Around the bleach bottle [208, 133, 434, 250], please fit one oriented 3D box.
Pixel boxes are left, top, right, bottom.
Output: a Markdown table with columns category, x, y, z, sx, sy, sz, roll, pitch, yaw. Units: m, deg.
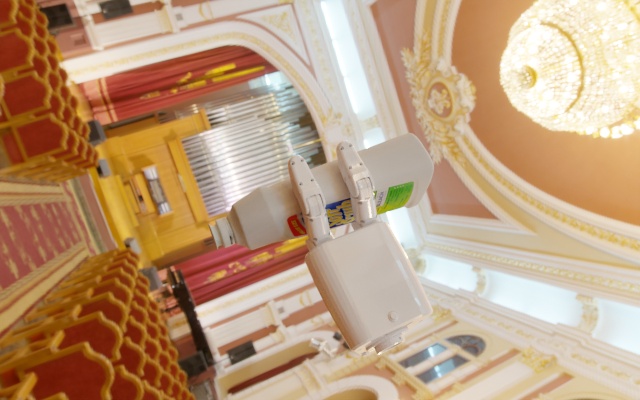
| category | x | y | z | sx | sy | sz | roll | pitch | yaw |
| --- | --- | --- | --- | --- | --- | --- | --- | --- | --- |
| bleach bottle | 0.000 | 0.002 | 0.540 | 0.251 | 0.068 | 0.103 | -20 | -26 | -16 |
